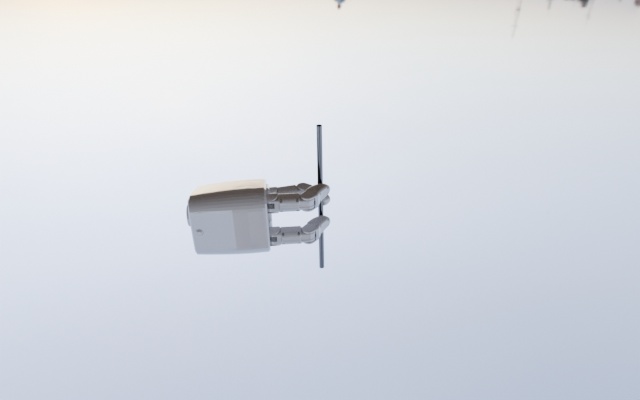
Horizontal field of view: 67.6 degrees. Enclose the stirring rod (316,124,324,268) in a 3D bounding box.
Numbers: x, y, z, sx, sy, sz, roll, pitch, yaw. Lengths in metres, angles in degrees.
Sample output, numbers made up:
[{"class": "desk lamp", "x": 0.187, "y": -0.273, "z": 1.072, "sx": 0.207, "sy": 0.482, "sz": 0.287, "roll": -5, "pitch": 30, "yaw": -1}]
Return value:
[{"class": "stirring rod", "x": 0.000, "y": 0.002, "z": 0.710, "sx": 0.011, "sy": 0.240, "sz": 0.011, "roll": -1, "pitch": 30, "yaw": 0}]
